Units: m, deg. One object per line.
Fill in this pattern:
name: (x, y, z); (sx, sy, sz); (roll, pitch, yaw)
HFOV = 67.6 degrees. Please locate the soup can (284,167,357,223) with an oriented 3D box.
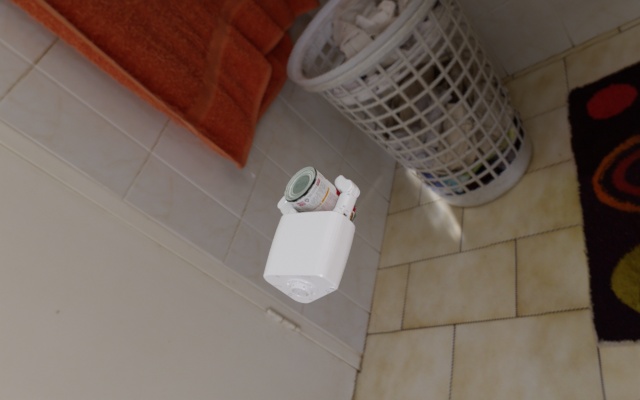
soup can: (0.000, 0.002, 0.758); (0.102, 0.068, 0.068); (41, -24, -31)
